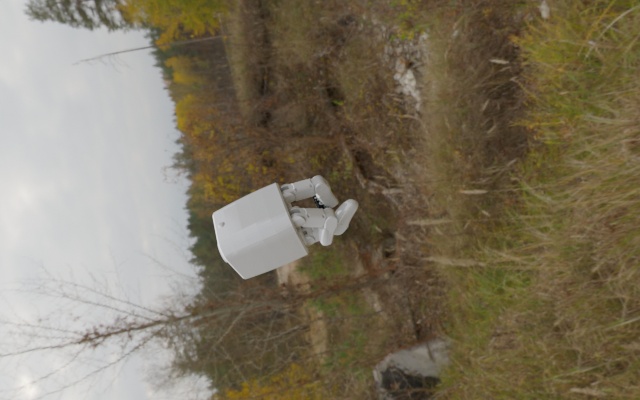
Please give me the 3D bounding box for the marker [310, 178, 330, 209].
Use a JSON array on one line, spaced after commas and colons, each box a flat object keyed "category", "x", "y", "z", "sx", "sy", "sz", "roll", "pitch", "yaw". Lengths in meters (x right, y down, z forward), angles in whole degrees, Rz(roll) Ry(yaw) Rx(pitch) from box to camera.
[{"category": "marker", "x": 0.000, "y": 0.002, "z": 0.747, "sx": 0.020, "sy": 0.020, "sz": 0.121, "roll": 0, "pitch": 36, "yaw": -21}]
